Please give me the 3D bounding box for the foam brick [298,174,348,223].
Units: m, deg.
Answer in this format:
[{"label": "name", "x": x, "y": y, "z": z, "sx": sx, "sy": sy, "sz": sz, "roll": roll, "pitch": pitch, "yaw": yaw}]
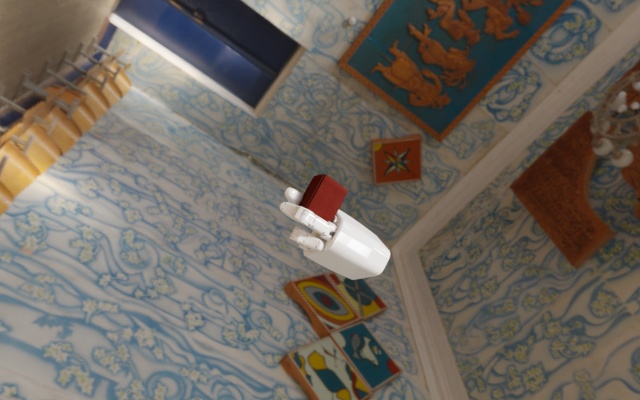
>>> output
[{"label": "foam brick", "x": 0.000, "y": 0.002, "z": 0.792, "sx": 0.051, "sy": 0.078, "sz": 0.053, "roll": 31, "pitch": -9, "yaw": -17}]
